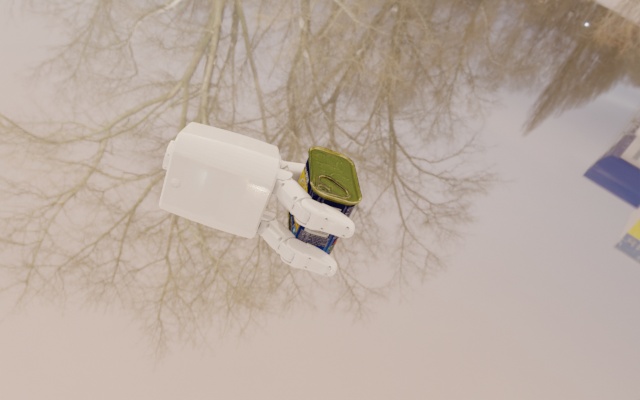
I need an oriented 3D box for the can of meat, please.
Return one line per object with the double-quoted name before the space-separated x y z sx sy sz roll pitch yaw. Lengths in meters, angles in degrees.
"can of meat" 0.000 0.002 0.536 0.057 0.084 0.102 16 32 -15
